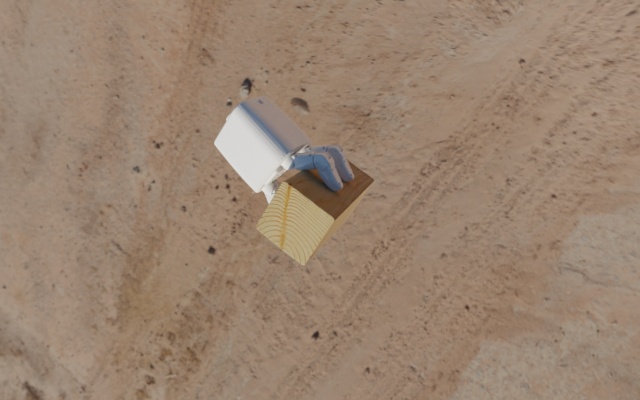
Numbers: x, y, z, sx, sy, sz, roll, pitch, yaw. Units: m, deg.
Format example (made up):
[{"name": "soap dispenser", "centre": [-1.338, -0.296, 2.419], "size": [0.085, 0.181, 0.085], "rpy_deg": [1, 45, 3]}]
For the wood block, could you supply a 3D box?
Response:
[{"name": "wood block", "centre": [0.000, 0.002, 0.737], "size": [0.090, 0.091, 0.206], "rpy_deg": [37, 27, 7]}]
